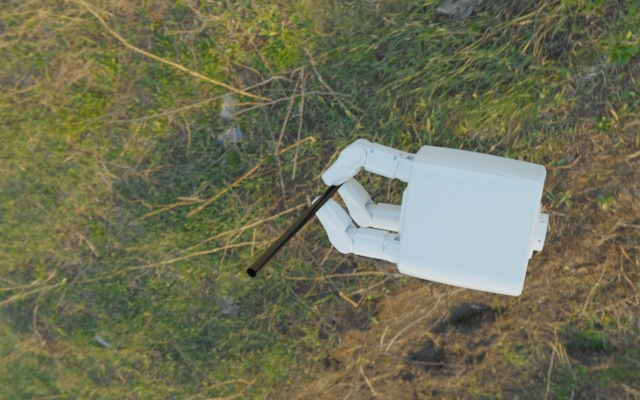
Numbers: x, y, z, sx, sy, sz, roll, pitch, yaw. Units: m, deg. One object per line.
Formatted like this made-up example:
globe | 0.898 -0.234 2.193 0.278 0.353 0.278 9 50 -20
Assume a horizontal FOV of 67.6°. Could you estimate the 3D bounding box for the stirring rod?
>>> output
stirring rod | 0.000 0.001 0.443 0.011 0.011 0.239 0 25 28
